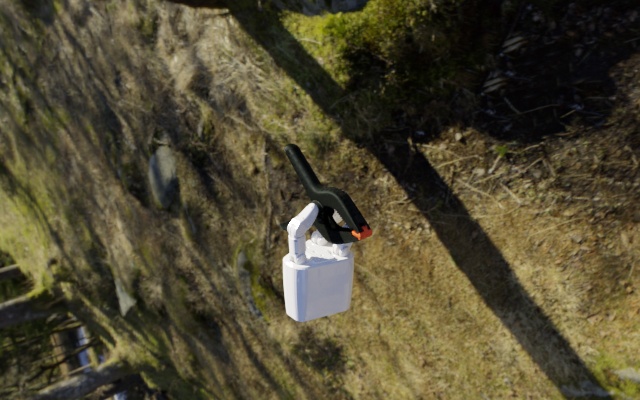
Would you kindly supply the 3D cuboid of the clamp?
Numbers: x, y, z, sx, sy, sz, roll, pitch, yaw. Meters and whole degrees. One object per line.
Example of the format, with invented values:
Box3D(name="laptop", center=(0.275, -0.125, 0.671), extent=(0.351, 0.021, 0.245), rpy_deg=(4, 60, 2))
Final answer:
Box3D(name="clamp", center=(0.000, 0.003, 0.779), extent=(0.036, 0.165, 0.210), rpy_deg=(-18, 28, -38))
